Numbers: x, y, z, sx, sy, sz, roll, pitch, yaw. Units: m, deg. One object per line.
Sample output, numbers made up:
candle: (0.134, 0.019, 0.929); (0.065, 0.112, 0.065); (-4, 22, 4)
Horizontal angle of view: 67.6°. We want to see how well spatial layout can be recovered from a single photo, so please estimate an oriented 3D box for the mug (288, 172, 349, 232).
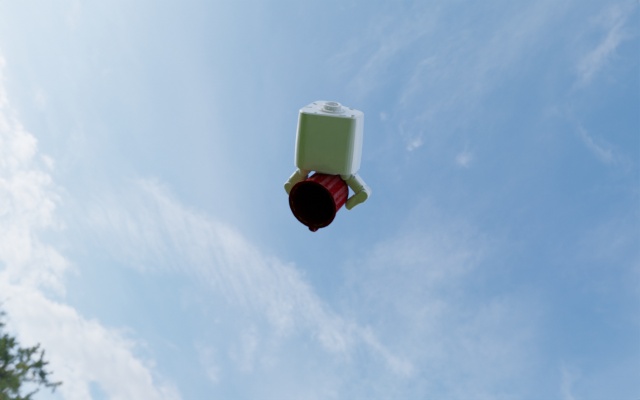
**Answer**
mug: (0.000, 0.004, 0.871); (0.093, 0.117, 0.081); (17, 30, 19)
